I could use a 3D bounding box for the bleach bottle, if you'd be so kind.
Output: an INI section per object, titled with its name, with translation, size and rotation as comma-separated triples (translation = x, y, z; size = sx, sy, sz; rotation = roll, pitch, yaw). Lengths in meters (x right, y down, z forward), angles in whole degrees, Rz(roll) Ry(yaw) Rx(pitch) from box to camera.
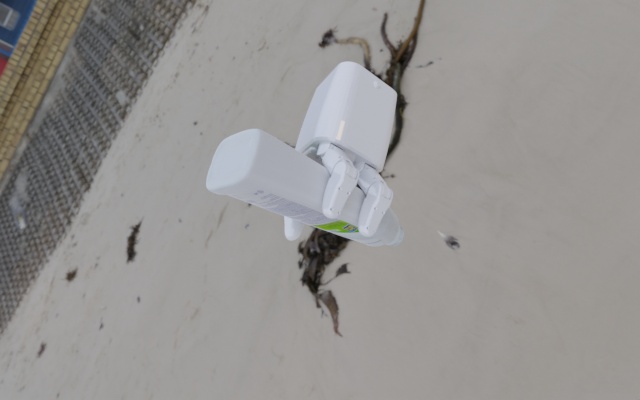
[bleach bottle]
translation = 0.000, 0.002, 0.565
size = 0.251, 0.068, 0.102
rotation = 26, -20, -34
